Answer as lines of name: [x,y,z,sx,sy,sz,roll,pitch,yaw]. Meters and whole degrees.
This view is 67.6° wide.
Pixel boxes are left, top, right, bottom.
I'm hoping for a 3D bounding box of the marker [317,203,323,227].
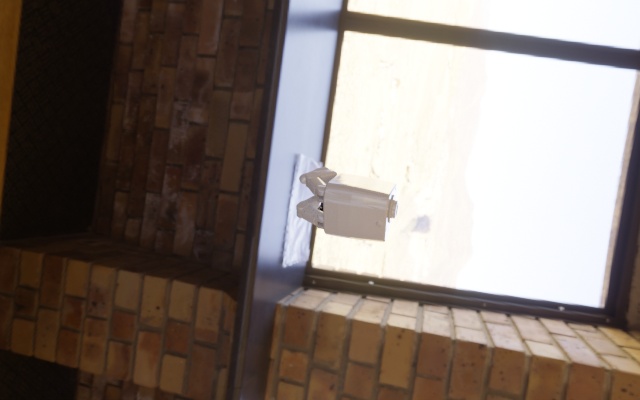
marker: [0.000,0.003,0.890,0.020,0.121,0.020,-1,34,1]
